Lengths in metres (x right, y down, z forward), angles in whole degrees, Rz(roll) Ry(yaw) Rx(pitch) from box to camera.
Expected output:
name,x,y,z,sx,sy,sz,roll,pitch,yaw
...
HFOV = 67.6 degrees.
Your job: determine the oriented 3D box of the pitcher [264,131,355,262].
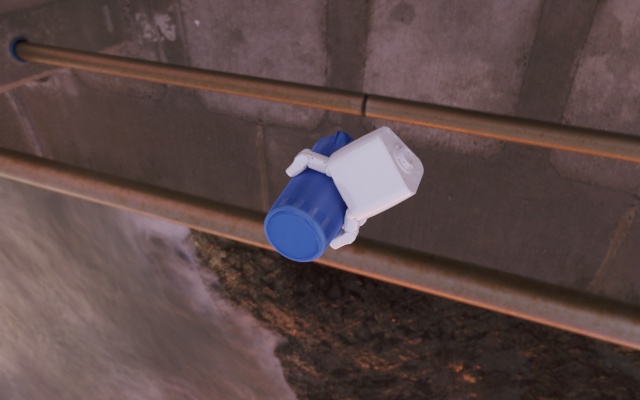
name,x,y,z,sx,sy,sz,roll,pitch,yaw
pitcher,0.000,0.003,0.839,0.145,0.149,0.242,-27,18,36
